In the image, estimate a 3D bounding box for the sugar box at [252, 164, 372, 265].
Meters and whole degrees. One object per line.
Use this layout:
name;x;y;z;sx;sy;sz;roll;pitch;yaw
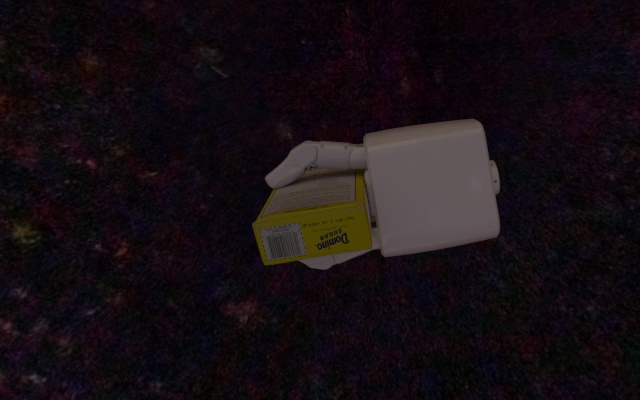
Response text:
sugar box;0.000;0.002;0.460;0.093;0.048;0.176;-9;14;8
